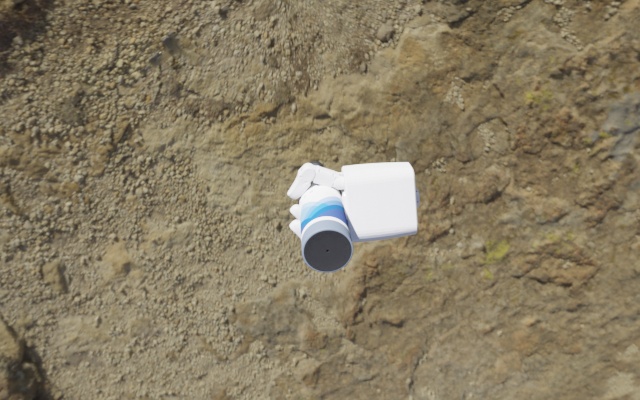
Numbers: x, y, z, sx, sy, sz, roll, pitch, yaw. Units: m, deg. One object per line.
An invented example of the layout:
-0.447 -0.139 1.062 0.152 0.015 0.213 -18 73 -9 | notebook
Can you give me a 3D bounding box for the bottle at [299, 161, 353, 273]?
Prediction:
0.000 0.003 0.743 0.069 0.069 0.295 0 25 -4 | bottle
